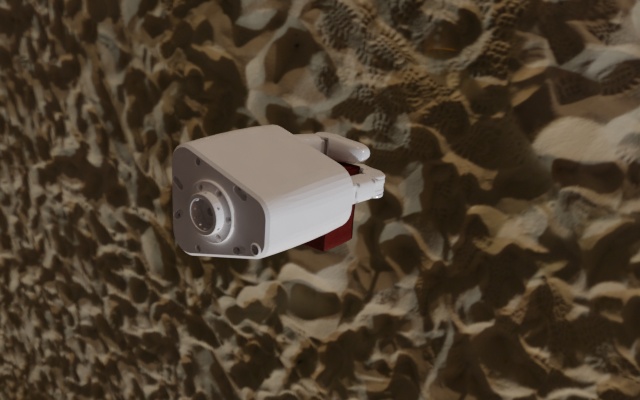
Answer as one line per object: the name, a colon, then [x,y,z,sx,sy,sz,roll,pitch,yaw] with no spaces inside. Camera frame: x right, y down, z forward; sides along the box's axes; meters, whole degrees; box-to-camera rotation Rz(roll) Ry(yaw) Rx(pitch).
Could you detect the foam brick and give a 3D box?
foam brick: [0.000,0.002,0.463,0.053,0.078,0.051,17,23,32]
